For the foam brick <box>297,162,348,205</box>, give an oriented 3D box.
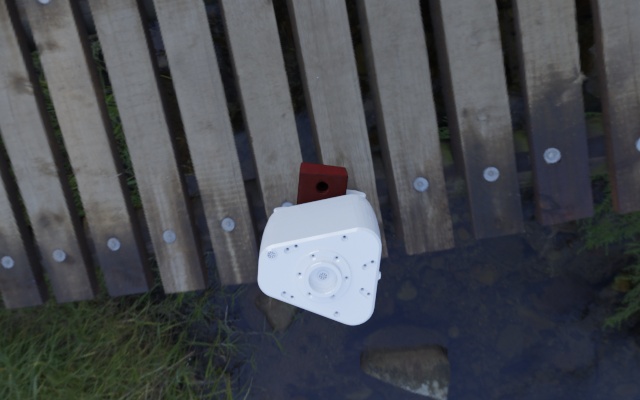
[{"bbox_3d":[0.000,0.001,0.530,0.053,0.078,0.051,5,14,-1],"label":"foam brick"}]
